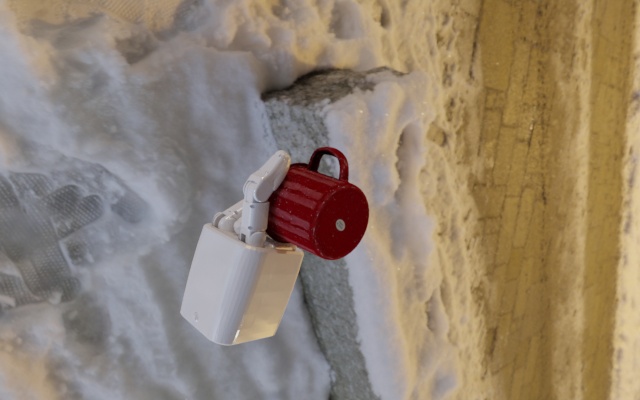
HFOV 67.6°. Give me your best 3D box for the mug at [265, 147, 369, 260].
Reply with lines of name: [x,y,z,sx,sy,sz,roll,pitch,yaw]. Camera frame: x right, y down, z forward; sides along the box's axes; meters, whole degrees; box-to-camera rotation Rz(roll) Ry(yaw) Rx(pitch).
mug: [0.001,0.000,0.503,0.093,0.117,0.081,12,6,-44]
